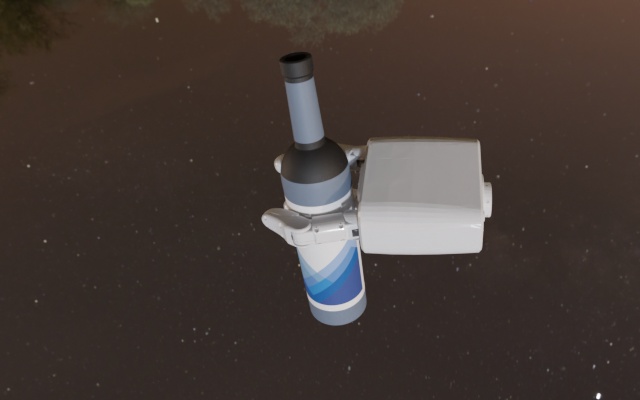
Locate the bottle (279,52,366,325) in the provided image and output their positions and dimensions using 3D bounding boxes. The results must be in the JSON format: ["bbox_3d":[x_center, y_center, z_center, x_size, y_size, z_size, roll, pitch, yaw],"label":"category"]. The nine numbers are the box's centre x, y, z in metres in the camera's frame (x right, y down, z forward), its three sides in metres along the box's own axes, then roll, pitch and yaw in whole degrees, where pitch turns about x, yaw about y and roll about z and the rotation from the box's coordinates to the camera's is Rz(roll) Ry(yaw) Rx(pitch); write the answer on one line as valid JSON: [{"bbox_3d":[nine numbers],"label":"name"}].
[{"bbox_3d":[0.000,0.002,0.476,0.069,0.296,0.069,-7,35,5],"label":"bottle"}]
